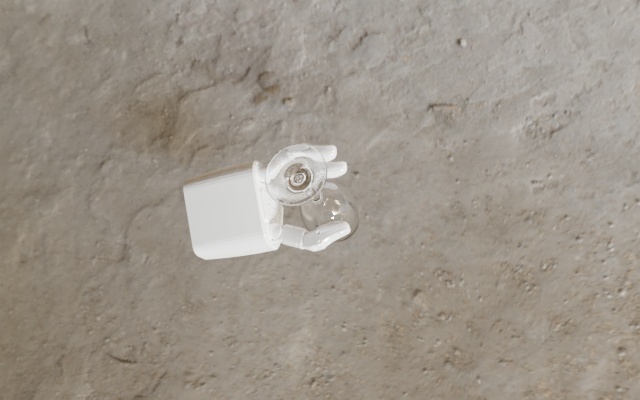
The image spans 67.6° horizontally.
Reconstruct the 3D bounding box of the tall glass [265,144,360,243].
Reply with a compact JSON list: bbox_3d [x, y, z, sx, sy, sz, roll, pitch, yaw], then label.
[{"bbox_3d":[0.000,0.002,0.621,0.079,0.079,0.201,0,-18,18],"label":"tall glass"}]
